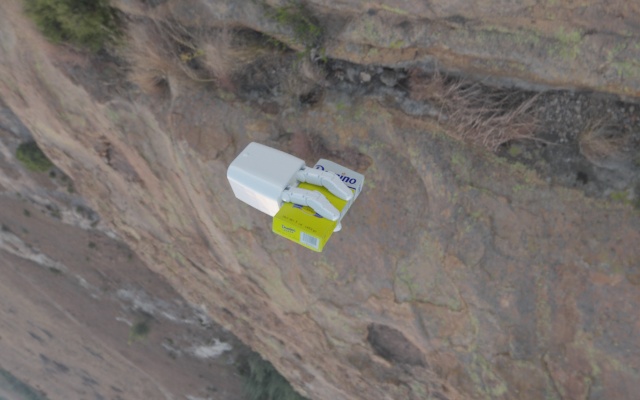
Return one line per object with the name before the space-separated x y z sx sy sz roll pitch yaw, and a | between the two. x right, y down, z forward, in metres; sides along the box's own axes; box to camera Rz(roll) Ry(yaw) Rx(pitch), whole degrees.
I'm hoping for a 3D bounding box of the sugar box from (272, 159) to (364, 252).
sugar box | 0.000 0.002 0.835 0.093 0.048 0.176 24 50 13
